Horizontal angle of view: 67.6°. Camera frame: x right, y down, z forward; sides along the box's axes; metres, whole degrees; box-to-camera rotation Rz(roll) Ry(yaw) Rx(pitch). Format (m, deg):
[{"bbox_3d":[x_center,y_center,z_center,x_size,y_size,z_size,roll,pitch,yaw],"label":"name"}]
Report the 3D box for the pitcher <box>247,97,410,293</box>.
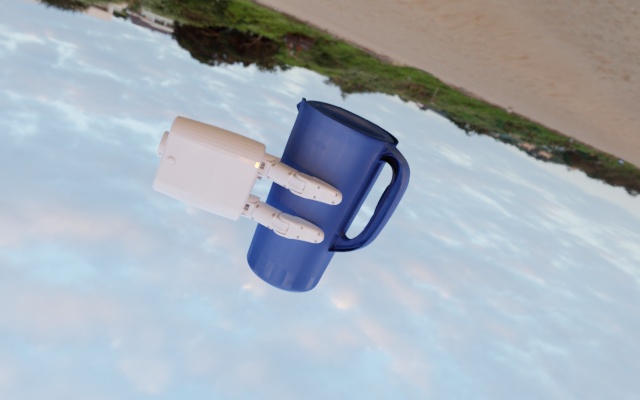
[{"bbox_3d":[0.000,0.002,0.625,0.145,0.243,0.149,20,19,-15],"label":"pitcher"}]
